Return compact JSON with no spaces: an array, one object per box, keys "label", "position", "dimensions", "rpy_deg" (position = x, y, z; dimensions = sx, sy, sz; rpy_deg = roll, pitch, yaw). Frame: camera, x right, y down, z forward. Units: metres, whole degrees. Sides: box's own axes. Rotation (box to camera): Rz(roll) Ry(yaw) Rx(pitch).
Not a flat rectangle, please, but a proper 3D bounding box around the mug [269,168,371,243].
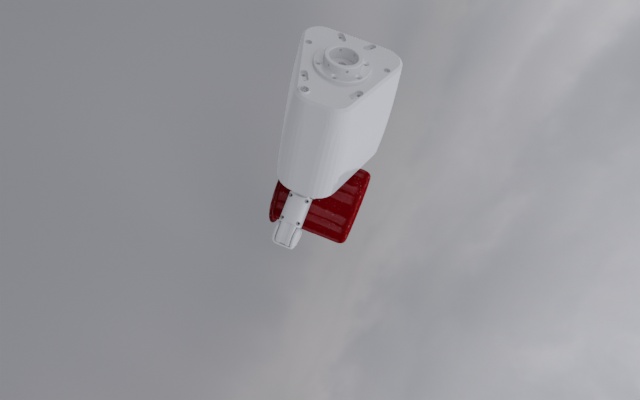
[{"label":"mug","position":[0.000,0.003,0.513],"dimensions":[0.081,0.093,0.117],"rpy_deg":[22,-38,6]}]
